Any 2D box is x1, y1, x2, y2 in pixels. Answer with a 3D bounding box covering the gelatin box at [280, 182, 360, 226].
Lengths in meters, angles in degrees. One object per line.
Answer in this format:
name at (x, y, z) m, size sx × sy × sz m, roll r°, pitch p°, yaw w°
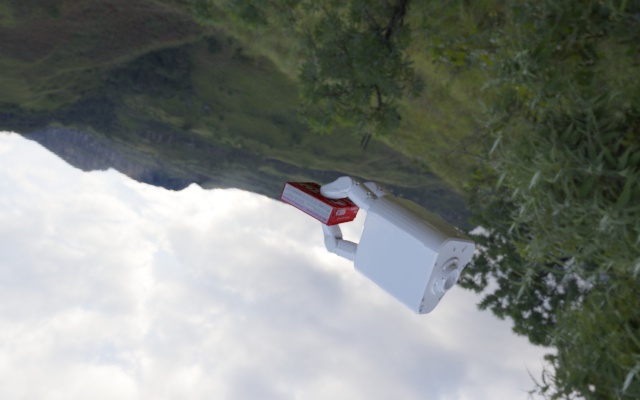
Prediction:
gelatin box at (0.000, 0.002, 0.670) m, size 0.089 × 0.030 × 0.073 m, roll 27°, pitch 15°, yaw 27°
